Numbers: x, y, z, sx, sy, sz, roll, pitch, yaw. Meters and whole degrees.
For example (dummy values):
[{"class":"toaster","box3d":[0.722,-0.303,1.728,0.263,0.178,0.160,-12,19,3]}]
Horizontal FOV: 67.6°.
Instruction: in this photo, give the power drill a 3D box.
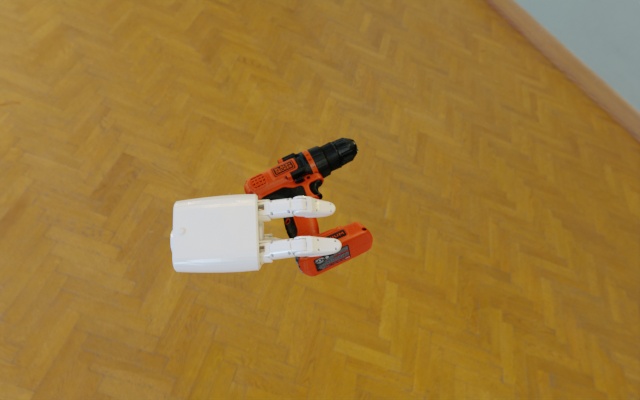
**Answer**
[{"class":"power drill","box3d":[0.000,0.003,0.686,0.184,0.187,0.057,-26,-37,-5]}]
